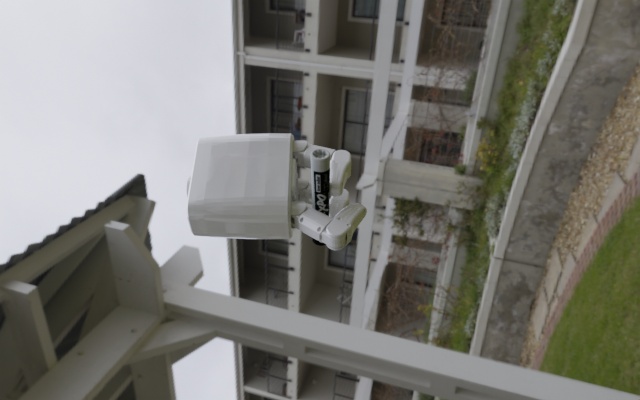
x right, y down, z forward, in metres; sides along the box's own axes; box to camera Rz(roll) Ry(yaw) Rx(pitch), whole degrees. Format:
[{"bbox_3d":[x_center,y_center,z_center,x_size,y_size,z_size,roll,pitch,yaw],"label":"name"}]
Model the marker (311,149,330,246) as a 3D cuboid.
[{"bbox_3d":[0.000,0.002,0.490,0.020,0.121,0.020,0,41,0],"label":"marker"}]
